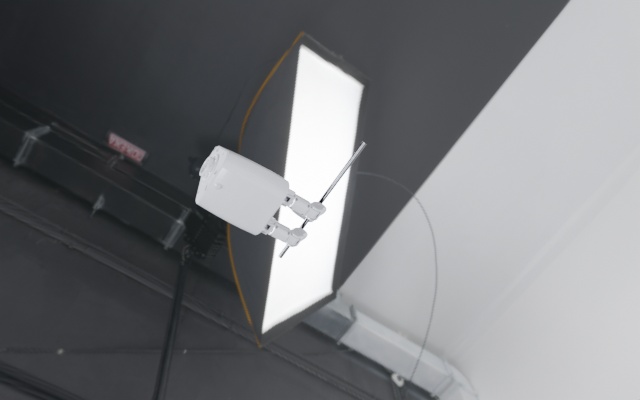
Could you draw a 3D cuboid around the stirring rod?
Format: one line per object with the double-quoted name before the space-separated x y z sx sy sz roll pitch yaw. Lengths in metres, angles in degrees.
"stirring rod" 0.000 0.002 0.779 0.011 0.239 0.011 34 16 -11
